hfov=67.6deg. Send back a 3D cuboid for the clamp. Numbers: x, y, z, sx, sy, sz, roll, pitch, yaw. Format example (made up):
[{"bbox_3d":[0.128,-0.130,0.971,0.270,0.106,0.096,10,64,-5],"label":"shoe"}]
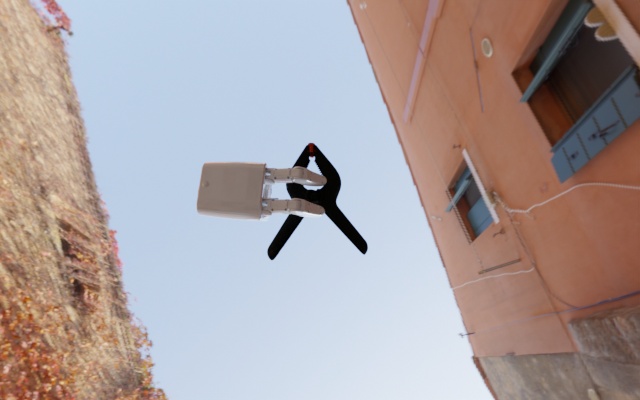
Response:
[{"bbox_3d":[0.000,0.002,0.811,0.164,0.210,0.036,3,-19,0],"label":"clamp"}]
